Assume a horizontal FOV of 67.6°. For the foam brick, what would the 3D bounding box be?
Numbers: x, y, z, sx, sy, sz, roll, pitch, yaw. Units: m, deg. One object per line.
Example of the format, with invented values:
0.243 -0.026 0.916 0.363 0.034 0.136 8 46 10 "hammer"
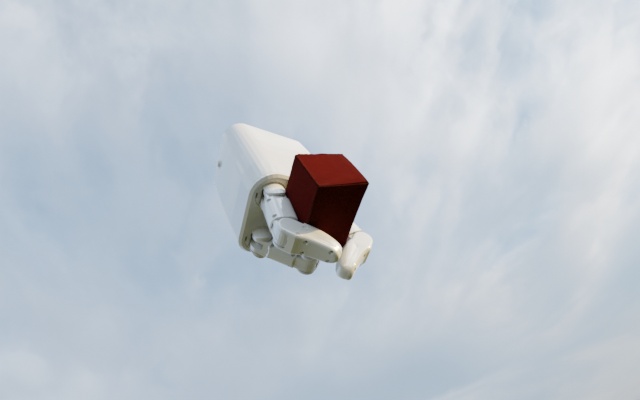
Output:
0.000 0.001 0.438 0.053 0.078 0.051 -3 39 -29 "foam brick"
